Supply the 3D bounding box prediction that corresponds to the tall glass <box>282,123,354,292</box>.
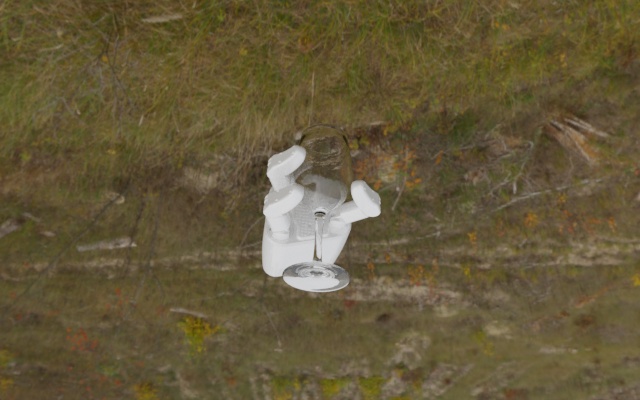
[{"bbox_3d":[0.000,0.002,0.572,0.079,0.201,0.079,2,-33,2],"label":"tall glass"}]
